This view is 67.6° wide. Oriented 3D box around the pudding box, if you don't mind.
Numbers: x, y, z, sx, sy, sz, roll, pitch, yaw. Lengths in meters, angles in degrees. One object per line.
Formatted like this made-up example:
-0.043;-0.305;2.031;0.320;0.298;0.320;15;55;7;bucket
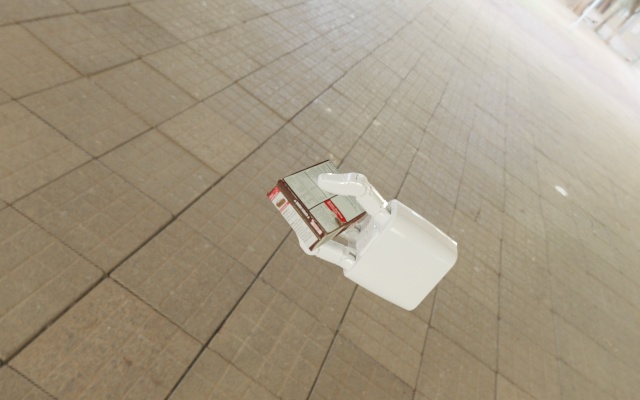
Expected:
0.000;0.002;0.599;0.039;0.090;0.113;-46;-12;34;pudding box
